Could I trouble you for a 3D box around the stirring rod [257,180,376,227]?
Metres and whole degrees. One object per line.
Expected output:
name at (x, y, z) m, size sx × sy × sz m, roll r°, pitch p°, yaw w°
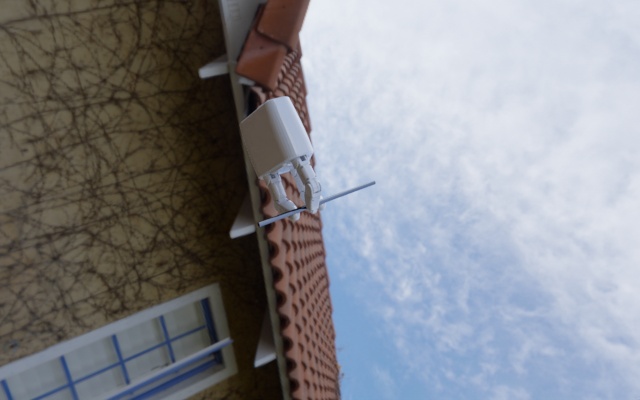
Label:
stirring rod at (0.000, 0.003, 0.822) m, size 0.239 × 0.011 × 0.011 m, roll -20°, pitch 10°, yaw -29°
